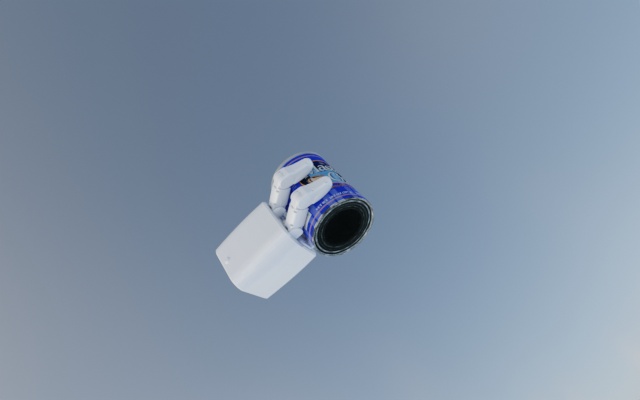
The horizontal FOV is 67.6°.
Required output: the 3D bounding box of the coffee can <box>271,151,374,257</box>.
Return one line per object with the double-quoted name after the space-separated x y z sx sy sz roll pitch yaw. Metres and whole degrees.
0.000 0.002 0.727 0.103 0.103 0.140 0 32 -35 "coffee can"
